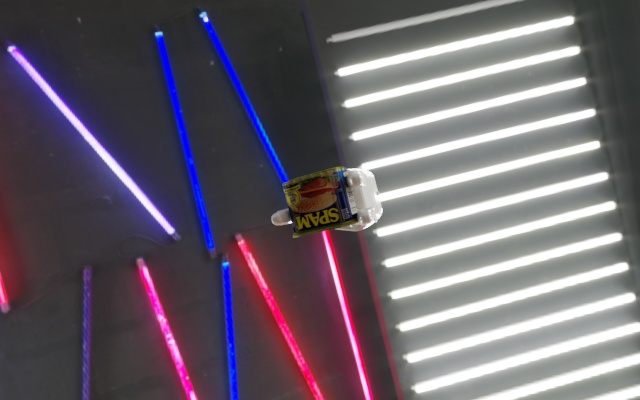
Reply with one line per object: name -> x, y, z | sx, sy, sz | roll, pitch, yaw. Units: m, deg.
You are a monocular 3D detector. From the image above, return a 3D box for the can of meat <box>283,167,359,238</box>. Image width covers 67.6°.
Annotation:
can of meat -> 0.000, 0.002, 0.700 | 0.102, 0.084, 0.057 | -14, 0, 26
